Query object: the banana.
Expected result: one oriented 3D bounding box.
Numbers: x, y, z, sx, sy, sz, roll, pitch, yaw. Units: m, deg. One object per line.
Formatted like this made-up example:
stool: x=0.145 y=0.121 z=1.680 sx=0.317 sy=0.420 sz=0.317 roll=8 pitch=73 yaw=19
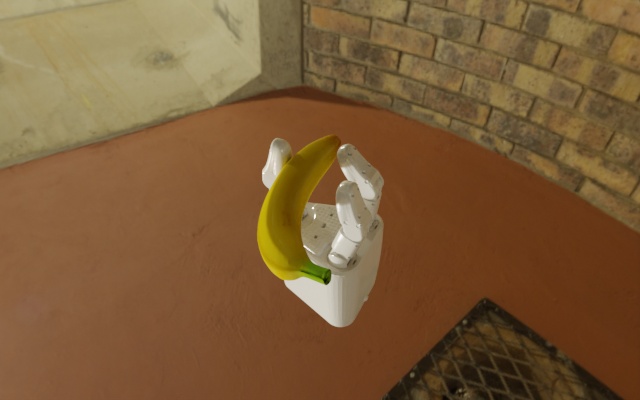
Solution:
banana: x=-0.019 y=0.004 z=0.433 sx=0.069 sy=0.037 sz=0.197 roll=0 pitch=41 yaw=5
